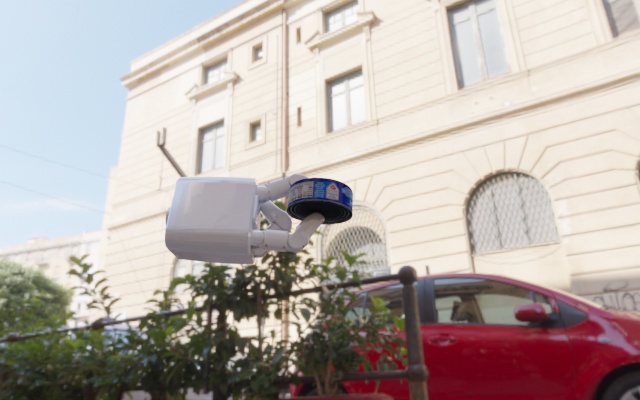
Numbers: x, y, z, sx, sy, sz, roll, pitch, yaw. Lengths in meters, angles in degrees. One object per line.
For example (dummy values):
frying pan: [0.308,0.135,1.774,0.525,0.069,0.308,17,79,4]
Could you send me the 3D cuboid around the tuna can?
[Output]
tuna can: [0.000,0.002,0.623,0.086,0.033,0.086,4,-22,2]
